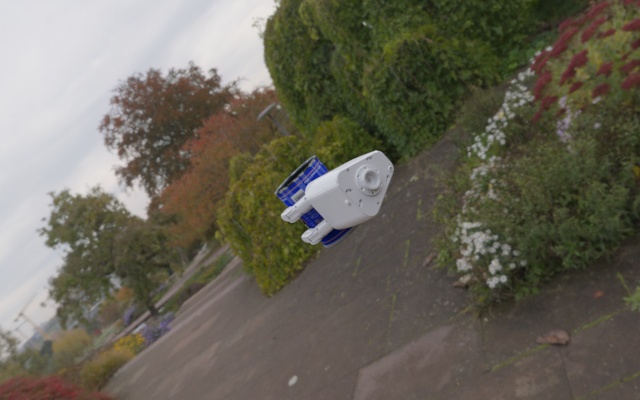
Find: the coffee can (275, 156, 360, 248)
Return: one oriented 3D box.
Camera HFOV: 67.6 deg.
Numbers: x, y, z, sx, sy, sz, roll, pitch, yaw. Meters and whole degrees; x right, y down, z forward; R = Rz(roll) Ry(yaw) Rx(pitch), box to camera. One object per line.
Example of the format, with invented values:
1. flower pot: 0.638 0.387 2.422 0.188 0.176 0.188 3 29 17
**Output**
1. coffee can: 0.000 0.003 0.881 0.103 0.140 0.102 -42 11 10
